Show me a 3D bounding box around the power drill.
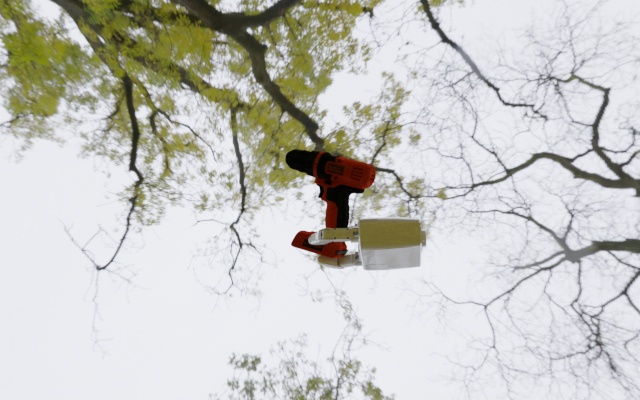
[{"bbox_3d":[0.000,0.003,0.895,0.184,0.187,0.057,15,8,27],"label":"power drill"}]
